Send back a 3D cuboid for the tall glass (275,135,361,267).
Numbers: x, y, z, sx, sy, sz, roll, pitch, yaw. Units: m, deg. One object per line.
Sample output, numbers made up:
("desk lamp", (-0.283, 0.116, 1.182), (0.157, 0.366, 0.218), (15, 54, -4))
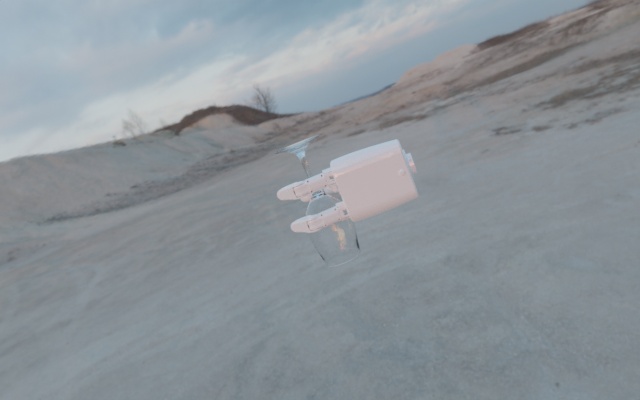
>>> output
("tall glass", (0.000, 0.002, 0.762), (0.079, 0.201, 0.079), (-21, 10, 4))
